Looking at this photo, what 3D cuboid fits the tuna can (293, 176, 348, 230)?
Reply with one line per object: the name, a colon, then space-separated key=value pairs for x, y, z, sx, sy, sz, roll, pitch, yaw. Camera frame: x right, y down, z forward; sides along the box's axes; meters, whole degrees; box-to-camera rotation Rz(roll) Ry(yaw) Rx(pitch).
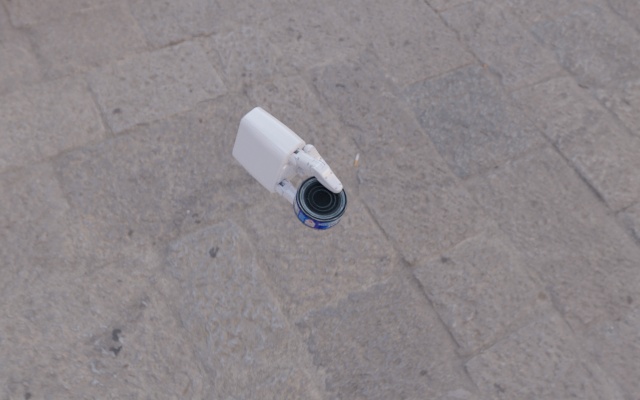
tuna can: x=0.000 y=0.002 z=0.775 sx=0.086 sy=0.086 sz=0.034 roll=0 pitch=-26 yaw=-13
